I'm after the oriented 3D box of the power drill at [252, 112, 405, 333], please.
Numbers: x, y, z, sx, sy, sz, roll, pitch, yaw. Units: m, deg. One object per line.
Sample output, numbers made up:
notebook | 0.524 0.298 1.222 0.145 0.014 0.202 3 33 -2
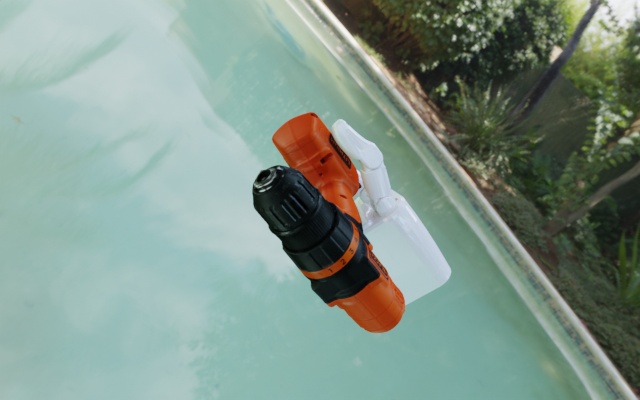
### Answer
power drill | 0.000 0.001 0.412 0.057 0.184 0.187 -27 37 13
